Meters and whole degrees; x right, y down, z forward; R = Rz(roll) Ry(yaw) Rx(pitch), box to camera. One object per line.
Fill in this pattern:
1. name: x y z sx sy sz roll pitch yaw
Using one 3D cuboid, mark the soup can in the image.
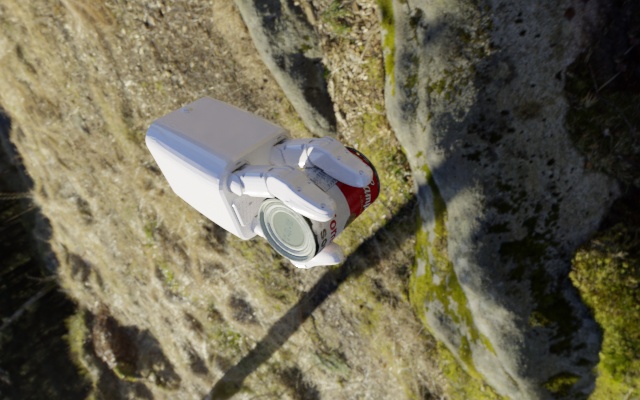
1. soup can: 0.000 0.002 0.438 0.068 0.068 0.102 0 29 43
